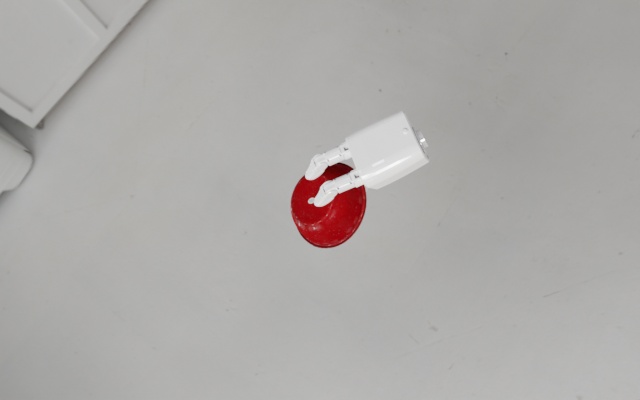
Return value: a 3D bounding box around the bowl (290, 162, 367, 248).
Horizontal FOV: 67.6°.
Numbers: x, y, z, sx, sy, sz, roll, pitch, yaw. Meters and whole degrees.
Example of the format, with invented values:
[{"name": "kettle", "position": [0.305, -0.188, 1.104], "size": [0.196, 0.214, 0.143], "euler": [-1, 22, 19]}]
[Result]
[{"name": "bowl", "position": [-0.001, 0.004, 0.856], "size": [0.162, 0.162, 0.055], "euler": [0, -11, 36]}]
